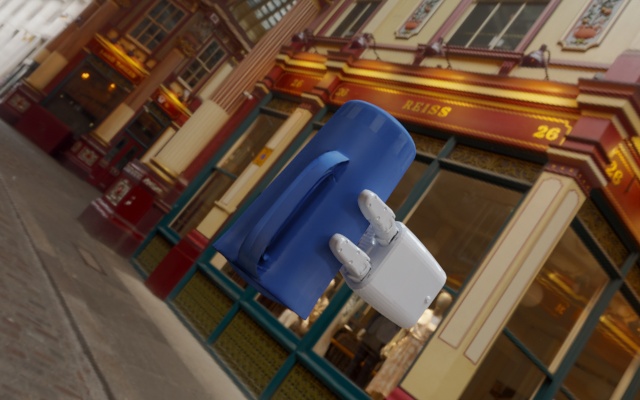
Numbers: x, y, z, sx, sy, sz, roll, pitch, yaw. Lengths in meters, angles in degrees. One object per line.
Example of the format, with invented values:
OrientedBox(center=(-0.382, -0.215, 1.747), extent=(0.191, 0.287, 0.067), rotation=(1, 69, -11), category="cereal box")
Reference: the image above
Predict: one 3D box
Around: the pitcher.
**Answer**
OrientedBox(center=(0.000, 0.002, 0.543), extent=(0.145, 0.243, 0.149), rotation=(44, -12, -28), category="pitcher")
